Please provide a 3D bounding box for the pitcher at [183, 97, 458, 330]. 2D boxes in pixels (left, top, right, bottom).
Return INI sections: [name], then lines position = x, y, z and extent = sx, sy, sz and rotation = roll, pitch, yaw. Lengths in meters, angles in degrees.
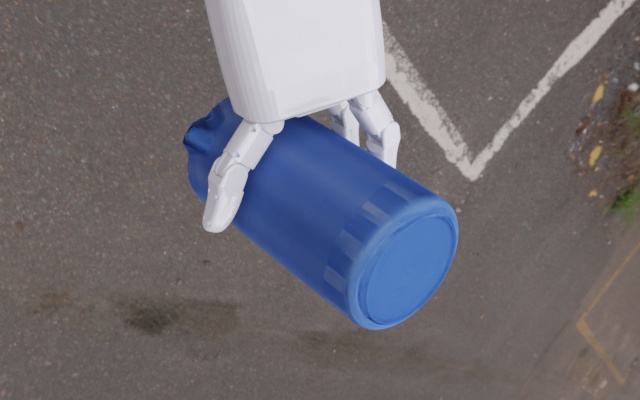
[pitcher]
position = 0.000, 0.001, 0.421
extent = 0.149, 0.145, 0.242
rotation = -28, 40, -25
